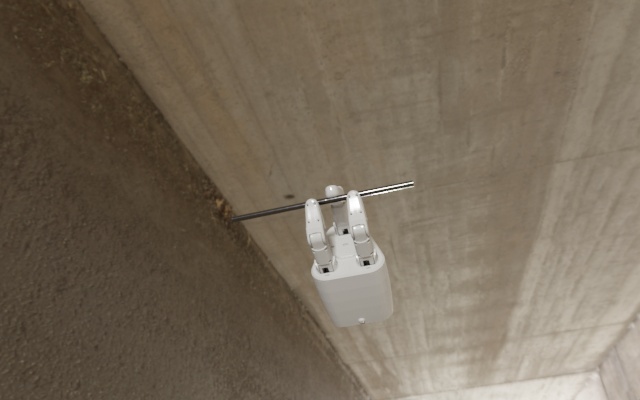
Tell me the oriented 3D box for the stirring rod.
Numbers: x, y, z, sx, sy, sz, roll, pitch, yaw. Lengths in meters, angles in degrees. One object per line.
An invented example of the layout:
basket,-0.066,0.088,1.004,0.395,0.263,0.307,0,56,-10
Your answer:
stirring rod,0.000,0.002,0.619,0.239,0.011,0.011,-11,-2,8
